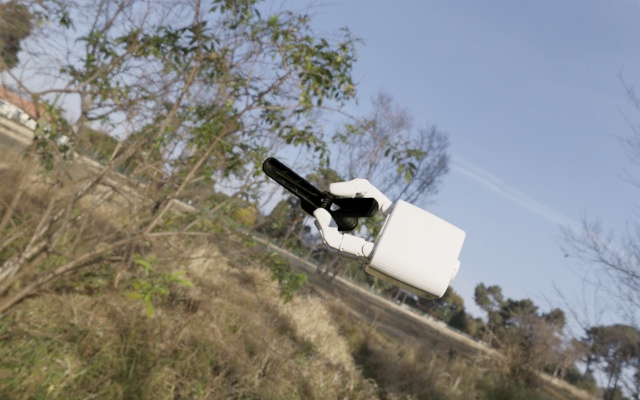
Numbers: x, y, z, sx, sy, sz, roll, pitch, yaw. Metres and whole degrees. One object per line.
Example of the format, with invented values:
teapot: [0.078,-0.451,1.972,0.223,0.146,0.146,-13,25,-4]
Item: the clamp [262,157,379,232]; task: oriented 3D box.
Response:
clamp: [0.001,0.002,0.699,0.164,0.036,0.210,25,-12,7]
